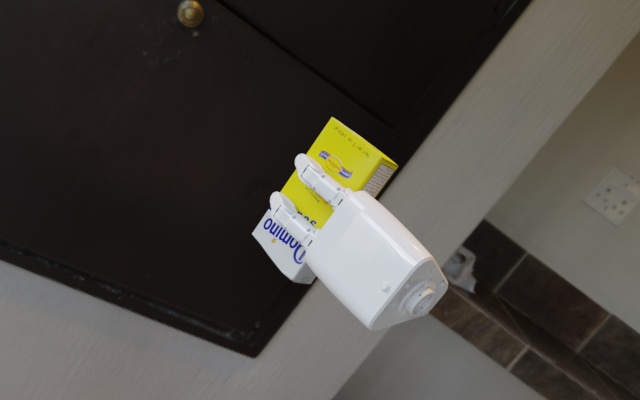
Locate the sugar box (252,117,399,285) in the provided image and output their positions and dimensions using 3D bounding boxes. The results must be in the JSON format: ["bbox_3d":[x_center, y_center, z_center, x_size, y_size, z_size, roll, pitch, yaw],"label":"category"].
[{"bbox_3d":[0.000,0.002,0.558,0.093,0.176,0.048,44,13,36],"label":"sugar box"}]
